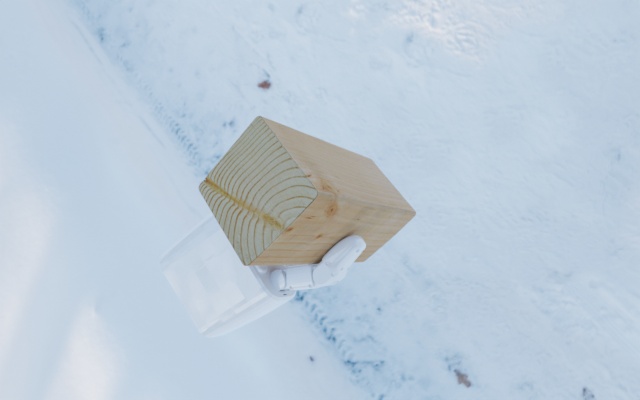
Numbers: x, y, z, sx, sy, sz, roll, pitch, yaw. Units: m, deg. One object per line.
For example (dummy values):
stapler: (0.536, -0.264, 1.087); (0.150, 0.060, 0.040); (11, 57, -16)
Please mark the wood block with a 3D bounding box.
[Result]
wood block: (0.000, 0.002, 0.465); (0.090, 0.090, 0.206); (-45, -26, 20)
